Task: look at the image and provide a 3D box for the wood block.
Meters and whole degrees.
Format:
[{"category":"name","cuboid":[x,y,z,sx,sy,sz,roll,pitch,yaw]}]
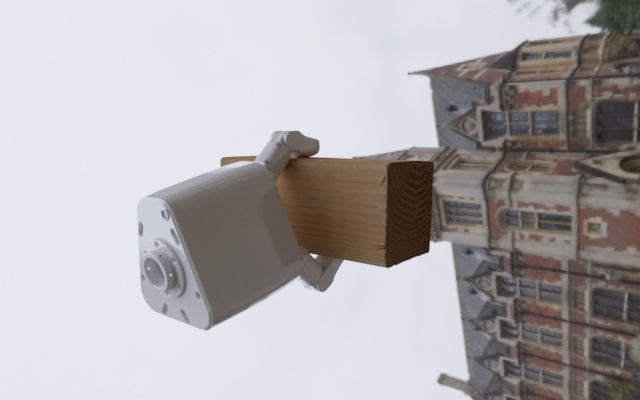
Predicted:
[{"category":"wood block","cuboid":[0.000,0.001,0.486,0.206,0.091,0.090,6,8,37]}]
